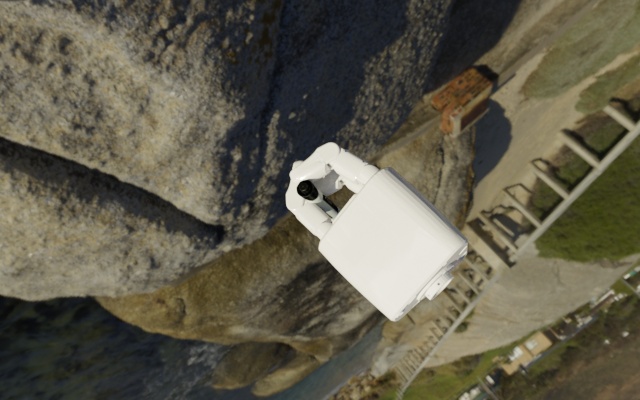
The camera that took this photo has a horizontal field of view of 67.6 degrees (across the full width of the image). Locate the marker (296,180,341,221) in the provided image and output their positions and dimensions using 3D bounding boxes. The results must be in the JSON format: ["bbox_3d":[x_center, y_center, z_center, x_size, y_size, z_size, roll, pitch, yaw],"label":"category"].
[{"bbox_3d":[0.000,0.002,0.536,0.020,0.020,0.121,0,-15,17],"label":"marker"}]
